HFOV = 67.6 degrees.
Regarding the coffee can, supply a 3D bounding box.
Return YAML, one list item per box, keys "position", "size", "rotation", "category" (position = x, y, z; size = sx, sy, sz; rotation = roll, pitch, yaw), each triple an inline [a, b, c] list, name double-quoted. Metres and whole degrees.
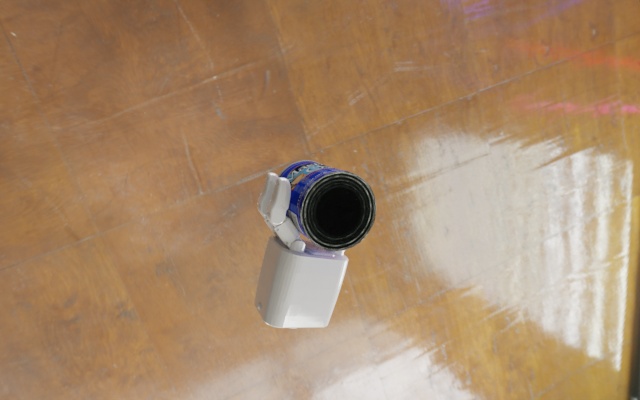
- position: [0.000, 0.002, 0.658]
  size: [0.103, 0.103, 0.140]
  rotation: [0, 10, -20]
  category: "coffee can"
